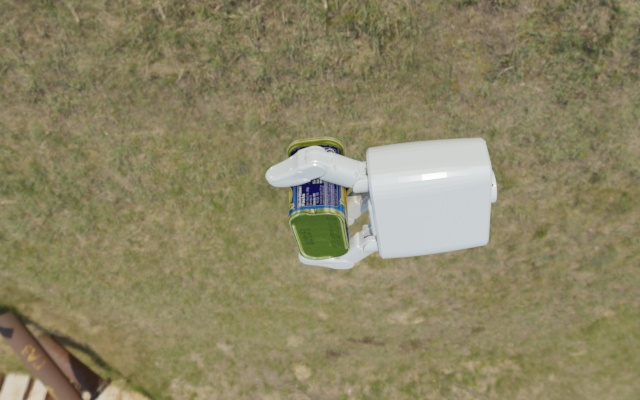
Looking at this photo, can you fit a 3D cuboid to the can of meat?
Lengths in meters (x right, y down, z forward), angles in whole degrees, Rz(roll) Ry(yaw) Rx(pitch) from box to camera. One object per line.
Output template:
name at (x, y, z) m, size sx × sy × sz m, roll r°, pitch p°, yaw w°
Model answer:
can of meat at (0.000, 0.002, 0.478) m, size 0.057 × 0.084 × 0.102 m, roll -5°, pitch -32°, yaw 6°
